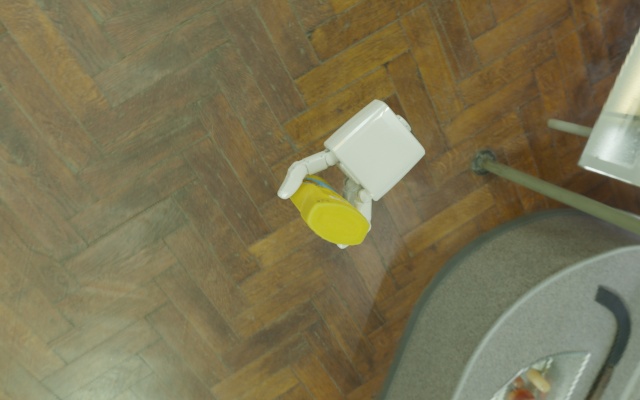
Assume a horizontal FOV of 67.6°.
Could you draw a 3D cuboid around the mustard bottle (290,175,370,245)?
[{"bbox_3d":[0.000,0.003,0.738,0.096,0.058,0.191,21,12,-23],"label":"mustard bottle"}]
